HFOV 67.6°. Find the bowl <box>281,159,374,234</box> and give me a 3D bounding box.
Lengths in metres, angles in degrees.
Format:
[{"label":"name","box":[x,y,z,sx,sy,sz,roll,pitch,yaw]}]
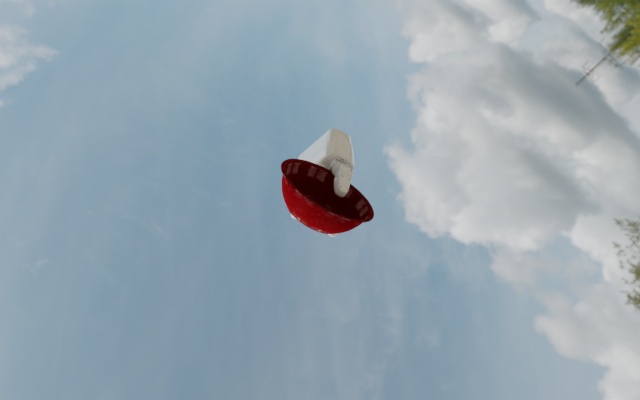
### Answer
[{"label":"bowl","box":[0.000,0.003,0.734,0.162,0.055,0.162,27,21,-11]}]
